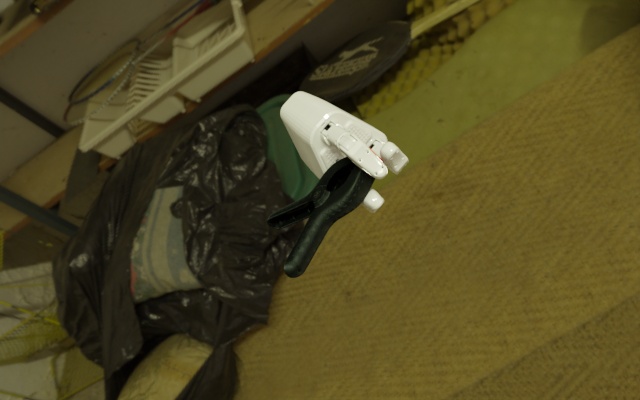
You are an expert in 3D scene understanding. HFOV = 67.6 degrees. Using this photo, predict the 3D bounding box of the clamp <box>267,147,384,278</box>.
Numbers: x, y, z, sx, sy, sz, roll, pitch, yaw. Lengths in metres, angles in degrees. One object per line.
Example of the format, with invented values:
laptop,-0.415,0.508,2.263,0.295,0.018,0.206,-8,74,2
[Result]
clamp,0.000,0.001,0.577,0.039,0.171,0.120,42,1,-38
